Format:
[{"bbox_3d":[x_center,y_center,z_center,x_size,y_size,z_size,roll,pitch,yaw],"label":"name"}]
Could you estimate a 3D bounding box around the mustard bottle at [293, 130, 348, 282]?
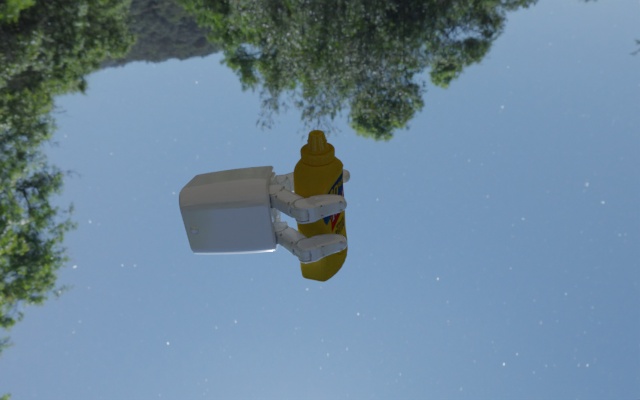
[{"bbox_3d":[0.000,0.002,0.601,0.058,0.192,0.096,9,35,20],"label":"mustard bottle"}]
